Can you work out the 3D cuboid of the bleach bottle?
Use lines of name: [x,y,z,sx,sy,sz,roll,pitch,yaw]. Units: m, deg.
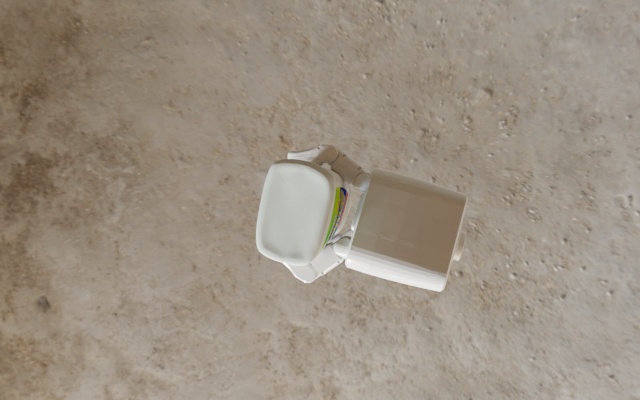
bleach bottle: [0.000,0.002,0.560,0.068,0.102,0.251,15,9,11]
